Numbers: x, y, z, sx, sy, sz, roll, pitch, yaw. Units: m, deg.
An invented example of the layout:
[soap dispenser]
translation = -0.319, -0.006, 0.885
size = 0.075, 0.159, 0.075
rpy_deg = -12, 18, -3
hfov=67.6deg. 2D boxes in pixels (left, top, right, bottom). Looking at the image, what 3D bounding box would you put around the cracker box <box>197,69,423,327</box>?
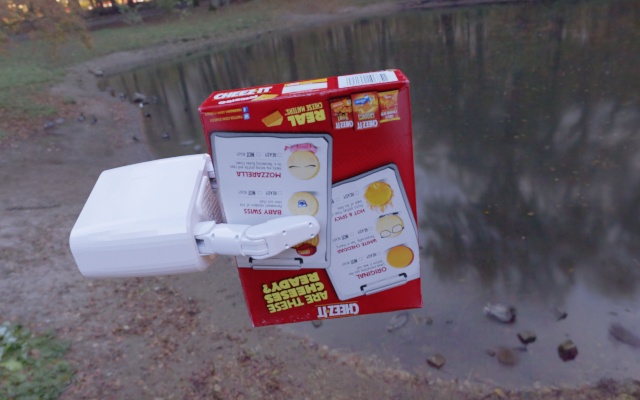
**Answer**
[cracker box]
translation = 0.000, 0.001, 0.429
size = 0.164, 0.214, 0.072
rpy_deg = -7, 26, 4
